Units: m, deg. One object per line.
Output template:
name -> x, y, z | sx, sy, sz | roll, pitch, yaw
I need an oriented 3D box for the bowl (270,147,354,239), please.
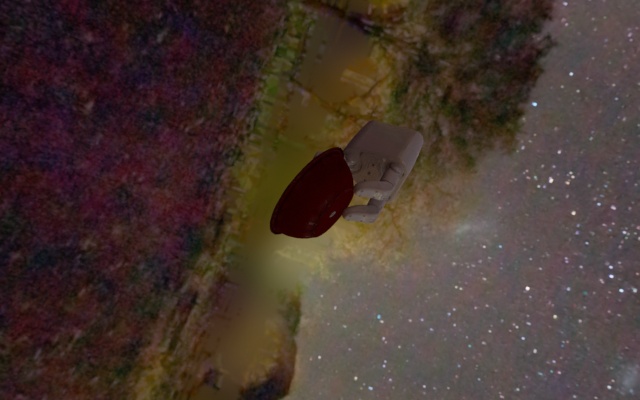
bowl -> 0.000, 0.003, 0.703 | 0.055, 0.162, 0.162 | 40, 13, 17
